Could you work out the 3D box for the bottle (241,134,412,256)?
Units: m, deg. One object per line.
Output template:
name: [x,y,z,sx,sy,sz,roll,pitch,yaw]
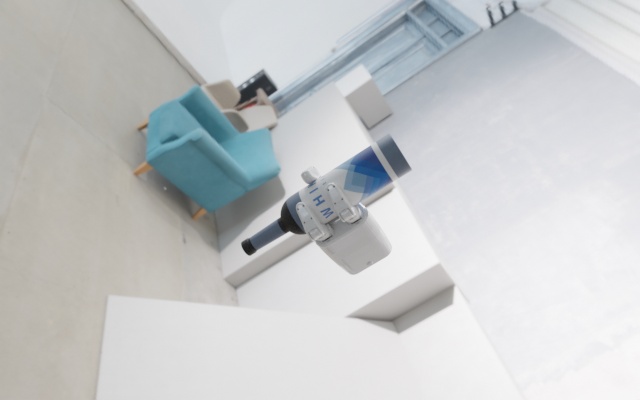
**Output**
bottle: [0.000,0.002,0.754,0.296,0.069,0.069,-32,-7,11]
